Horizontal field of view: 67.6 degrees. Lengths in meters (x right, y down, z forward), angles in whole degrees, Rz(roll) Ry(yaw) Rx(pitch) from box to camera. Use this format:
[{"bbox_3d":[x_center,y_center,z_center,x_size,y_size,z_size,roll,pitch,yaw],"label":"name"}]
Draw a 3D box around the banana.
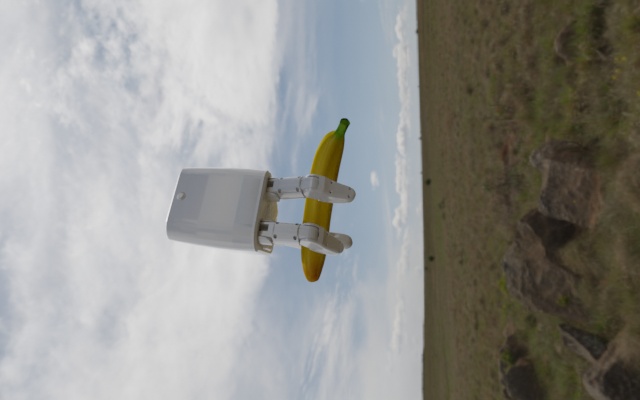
[{"bbox_3d":[0.000,-0.001,0.590,0.037,0.198,0.069,10,-3,-2],"label":"banana"}]
